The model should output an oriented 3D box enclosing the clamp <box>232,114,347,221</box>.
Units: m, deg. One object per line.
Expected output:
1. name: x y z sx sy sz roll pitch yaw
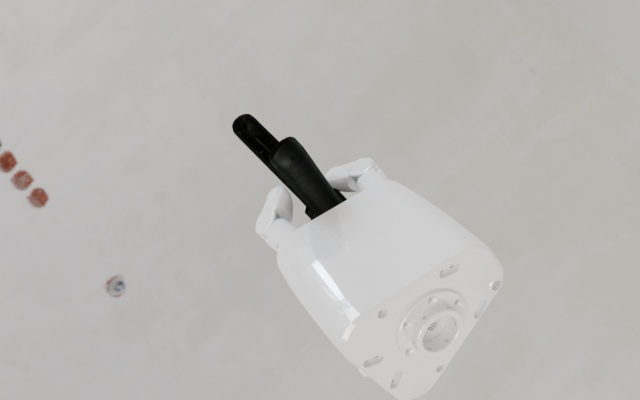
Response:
1. clamp: 0.001 0.001 0.442 0.210 0.036 0.164 48 -3 -32
